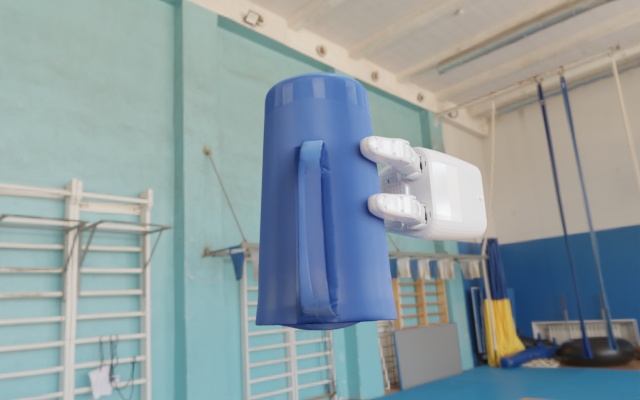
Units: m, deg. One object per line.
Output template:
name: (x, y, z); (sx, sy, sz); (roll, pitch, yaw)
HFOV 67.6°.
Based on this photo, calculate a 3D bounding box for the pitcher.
pitcher: (0.000, 0.002, 0.466); (0.145, 0.242, 0.149); (7, -16, -38)
